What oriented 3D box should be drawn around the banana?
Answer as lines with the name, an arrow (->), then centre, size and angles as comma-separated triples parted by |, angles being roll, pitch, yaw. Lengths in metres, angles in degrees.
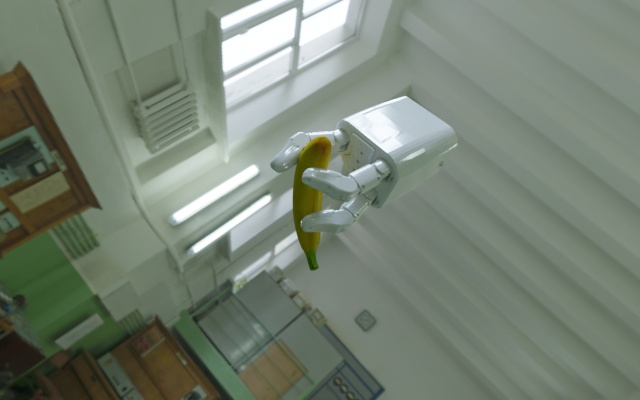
banana -> -0.009, -0.006, 0.592 | 0.037, 0.198, 0.069 | -18, 42, -24
